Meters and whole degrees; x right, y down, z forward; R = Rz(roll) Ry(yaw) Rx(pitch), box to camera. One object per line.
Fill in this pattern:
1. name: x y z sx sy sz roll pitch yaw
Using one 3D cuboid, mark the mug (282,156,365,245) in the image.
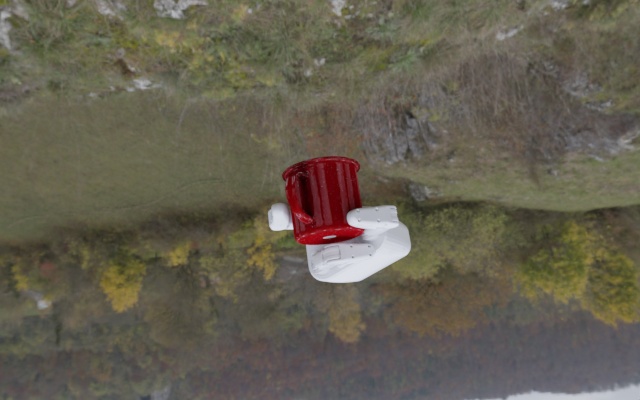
1. mug: -0.001 0.002 0.540 0.093 0.081 0.117 -16 -18 26
